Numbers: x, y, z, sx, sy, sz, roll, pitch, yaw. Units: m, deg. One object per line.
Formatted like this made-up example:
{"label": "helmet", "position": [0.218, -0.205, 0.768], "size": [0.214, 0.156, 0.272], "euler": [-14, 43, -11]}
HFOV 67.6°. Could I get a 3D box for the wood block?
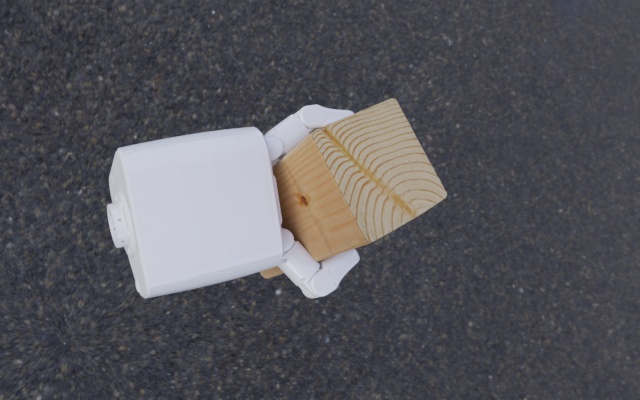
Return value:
{"label": "wood block", "position": [0.000, 0.002, 0.439], "size": [0.090, 0.091, 0.206], "euler": [-27, -1, -31]}
